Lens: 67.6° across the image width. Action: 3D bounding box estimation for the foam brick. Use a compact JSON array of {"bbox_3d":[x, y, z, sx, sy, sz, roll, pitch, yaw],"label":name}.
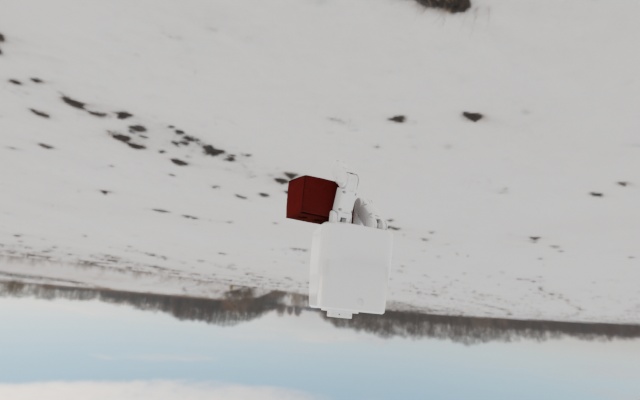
[{"bbox_3d":[0.000,0.002,0.629,0.078,0.051,0.053,12,-12,-24],"label":"foam brick"}]
